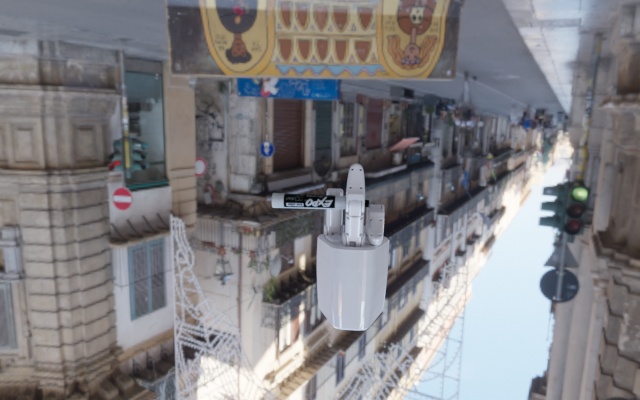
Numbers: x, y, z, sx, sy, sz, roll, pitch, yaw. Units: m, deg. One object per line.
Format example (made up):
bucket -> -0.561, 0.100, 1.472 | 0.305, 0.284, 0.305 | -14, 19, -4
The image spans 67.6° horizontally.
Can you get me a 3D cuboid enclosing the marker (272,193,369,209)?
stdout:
marker -> 0.000, 0.002, 0.597 | 0.121, 0.020, 0.020 | 2, 0, 4
